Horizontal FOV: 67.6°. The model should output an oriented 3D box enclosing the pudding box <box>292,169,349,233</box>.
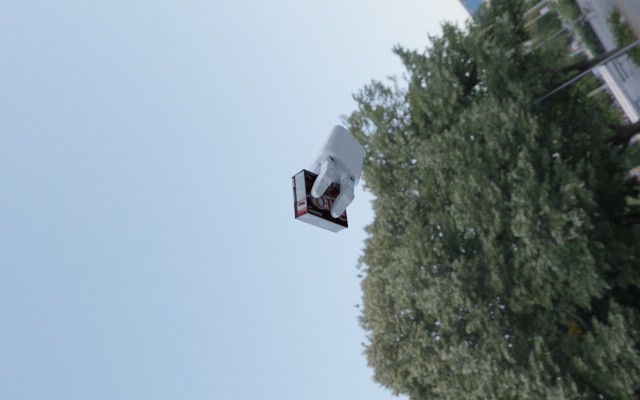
[{"bbox_3d":[0.000,0.003,0.881,0.113,0.090,0.039,20,-37,-41],"label":"pudding box"}]
